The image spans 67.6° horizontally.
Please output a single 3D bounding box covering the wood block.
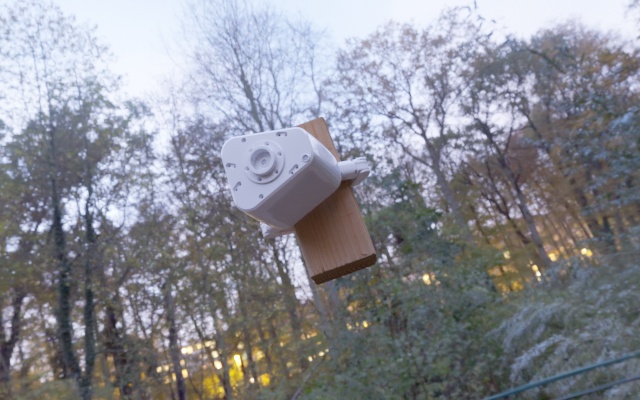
[{"bbox_3d":[0.000,0.002,0.670,0.091,0.206,0.090,-19,-17,0],"label":"wood block"}]
